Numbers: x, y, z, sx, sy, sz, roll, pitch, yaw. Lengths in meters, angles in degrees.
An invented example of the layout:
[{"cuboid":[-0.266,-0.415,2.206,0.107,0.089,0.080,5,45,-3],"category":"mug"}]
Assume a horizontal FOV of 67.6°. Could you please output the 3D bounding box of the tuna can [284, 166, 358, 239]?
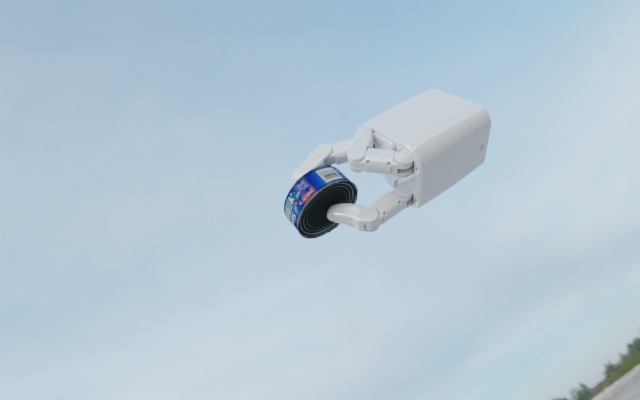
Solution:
[{"cuboid":[0.000,0.002,0.559,0.086,0.086,0.033,0,38,-48],"category":"tuna can"}]
